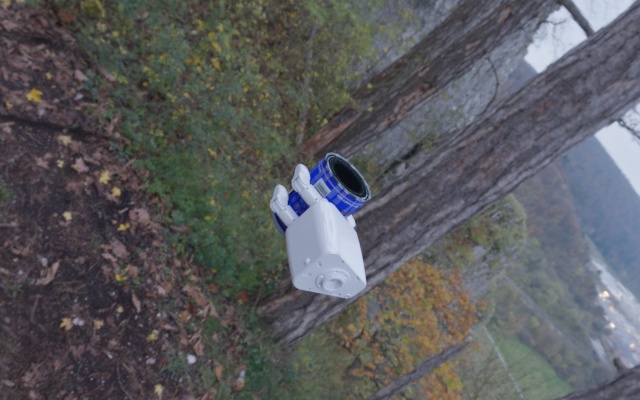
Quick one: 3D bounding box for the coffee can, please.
[{"bbox_3d":[0.000,0.003,0.811,0.140,0.102,0.103,-42,-21,25],"label":"coffee can"}]
